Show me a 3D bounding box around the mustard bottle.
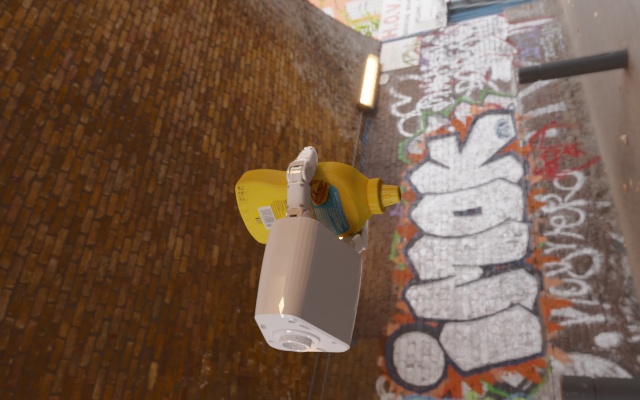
[{"bbox_3d":[0.000,0.002,0.570,0.191,0.096,0.058,-6,31,21],"label":"mustard bottle"}]
